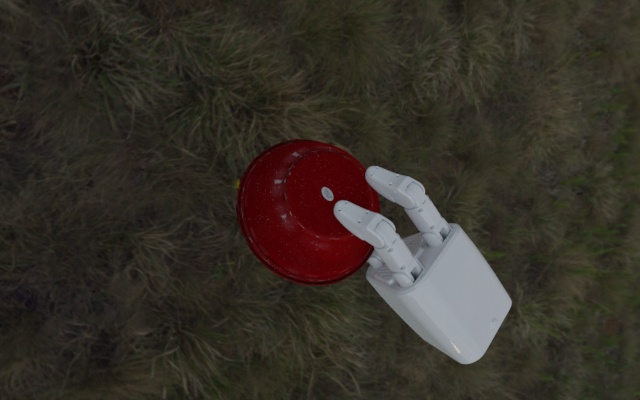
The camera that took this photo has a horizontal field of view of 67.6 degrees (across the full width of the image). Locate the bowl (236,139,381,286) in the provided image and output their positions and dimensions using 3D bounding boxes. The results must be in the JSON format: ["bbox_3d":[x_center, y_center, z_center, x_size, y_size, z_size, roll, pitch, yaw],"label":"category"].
[{"bbox_3d":[-0.001,0.001,0.482,0.162,0.162,0.055,0,-18,-21],"label":"bowl"}]
